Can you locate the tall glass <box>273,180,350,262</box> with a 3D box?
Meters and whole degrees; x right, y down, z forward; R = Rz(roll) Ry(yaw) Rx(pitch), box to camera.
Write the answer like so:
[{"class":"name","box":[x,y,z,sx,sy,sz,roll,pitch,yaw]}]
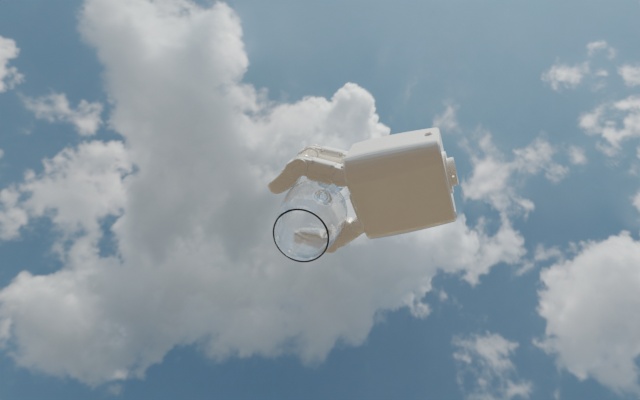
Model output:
[{"class":"tall glass","box":[0.000,0.002,0.587,0.079,0.079,0.201,0,21,13]}]
